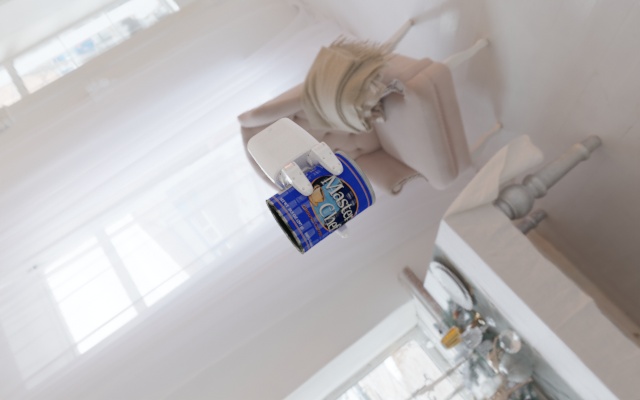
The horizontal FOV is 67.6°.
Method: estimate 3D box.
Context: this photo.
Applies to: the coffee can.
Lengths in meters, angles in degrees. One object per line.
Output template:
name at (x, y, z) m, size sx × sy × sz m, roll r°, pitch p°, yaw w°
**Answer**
coffee can at (0.000, 0.003, 0.746) m, size 0.140 × 0.103 × 0.103 m, roll -35°, pitch 8°, yaw -11°
